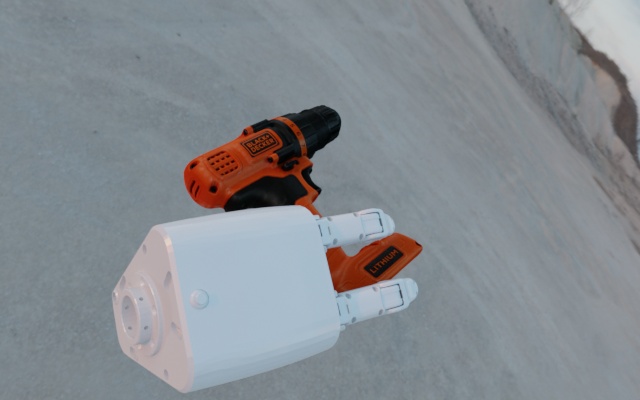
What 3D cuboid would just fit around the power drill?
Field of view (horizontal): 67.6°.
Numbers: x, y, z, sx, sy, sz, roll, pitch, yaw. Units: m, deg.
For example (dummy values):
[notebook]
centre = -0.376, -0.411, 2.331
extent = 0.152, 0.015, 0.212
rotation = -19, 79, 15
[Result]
[power drill]
centre = 0.000, 0.002, 0.433
extent = 0.184, 0.187, 0.057
rotation = -34, -16, -38
